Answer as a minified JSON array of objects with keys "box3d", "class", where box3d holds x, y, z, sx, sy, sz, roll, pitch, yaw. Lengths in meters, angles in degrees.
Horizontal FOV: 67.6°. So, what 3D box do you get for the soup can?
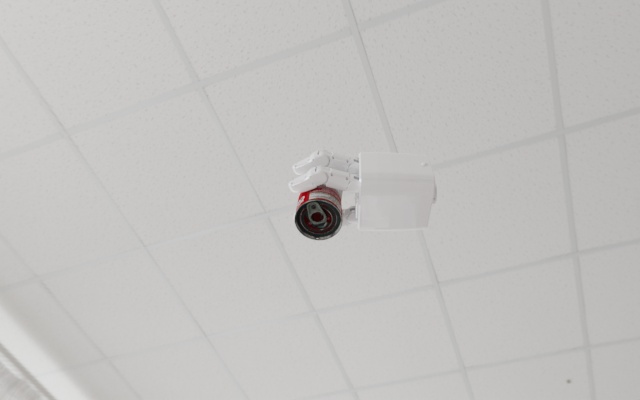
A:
[{"box3d":[0.000,0.002,0.712,0.068,0.068,0.102,0,31,4],"class":"soup can"}]
